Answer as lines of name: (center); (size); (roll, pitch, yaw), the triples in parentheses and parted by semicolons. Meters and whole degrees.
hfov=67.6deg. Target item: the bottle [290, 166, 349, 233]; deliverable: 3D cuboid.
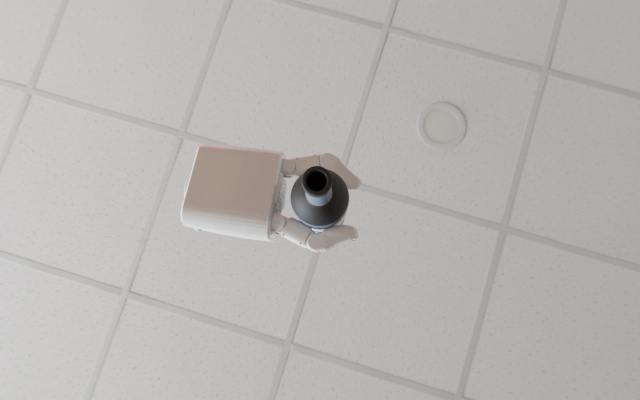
bottle: (0.000, 0.002, 0.573); (0.069, 0.069, 0.296); (0, -8, 1)
